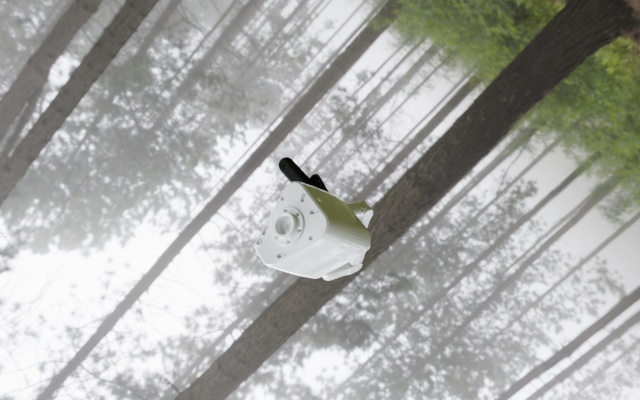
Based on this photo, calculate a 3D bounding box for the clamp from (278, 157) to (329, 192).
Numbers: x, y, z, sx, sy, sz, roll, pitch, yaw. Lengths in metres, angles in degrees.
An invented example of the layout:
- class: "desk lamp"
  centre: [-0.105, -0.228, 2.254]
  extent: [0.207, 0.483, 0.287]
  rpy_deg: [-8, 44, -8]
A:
- class: "clamp"
  centre: [0.000, 0.003, 0.733]
  extent: [0.120, 0.039, 0.171]
  rpy_deg: [23, 25, -53]
